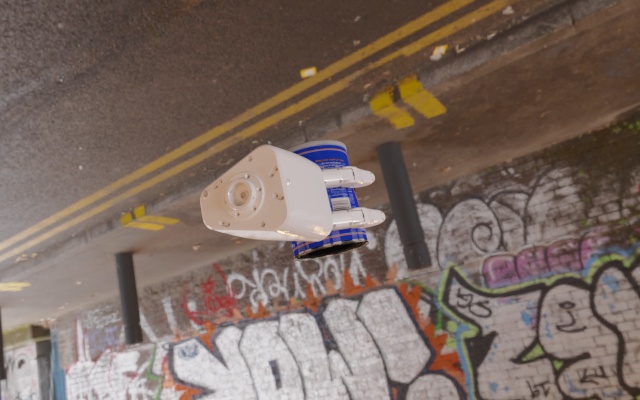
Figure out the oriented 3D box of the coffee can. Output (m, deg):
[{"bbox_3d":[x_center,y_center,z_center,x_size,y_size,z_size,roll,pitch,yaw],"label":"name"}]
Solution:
[{"bbox_3d":[0.000,0.002,0.650,0.103,0.140,0.103,-12,-14,-3],"label":"coffee can"}]
